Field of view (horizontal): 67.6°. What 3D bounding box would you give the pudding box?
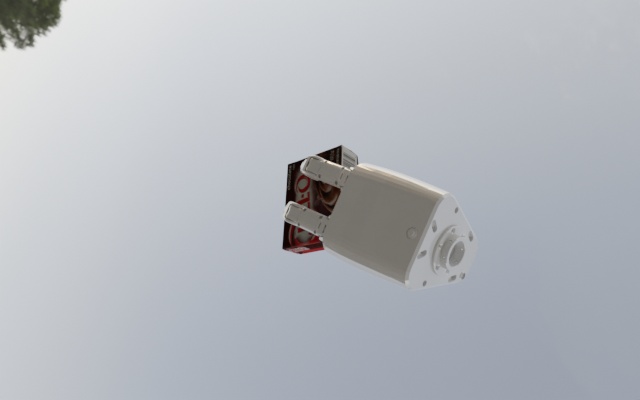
[{"bbox_3d":[0.000,0.002,0.561,0.090,0.113,0.039,-15,-28,39],"label":"pudding box"}]
